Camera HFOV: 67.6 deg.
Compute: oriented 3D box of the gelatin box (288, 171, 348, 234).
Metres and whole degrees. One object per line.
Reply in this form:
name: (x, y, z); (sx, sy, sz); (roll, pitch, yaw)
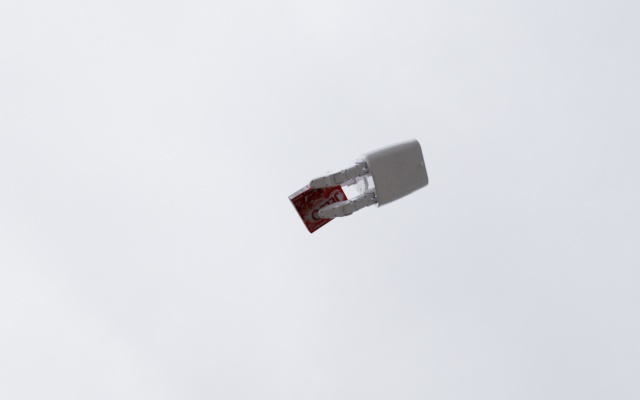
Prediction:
gelatin box: (0.000, 0.003, 0.827); (0.089, 0.073, 0.030); (-32, 19, -8)
